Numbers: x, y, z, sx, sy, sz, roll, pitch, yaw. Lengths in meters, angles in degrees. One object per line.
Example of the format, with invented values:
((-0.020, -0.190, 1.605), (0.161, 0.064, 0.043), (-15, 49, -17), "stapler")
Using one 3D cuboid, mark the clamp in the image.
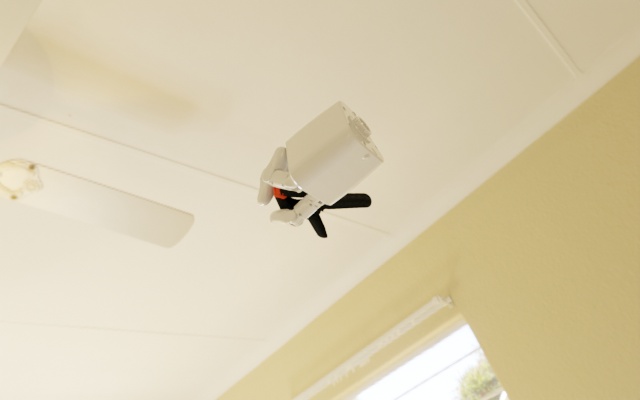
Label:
((0.000, 0.002, 0.766), (0.120, 0.039, 0.171), (-37, -39, 19), "clamp")
